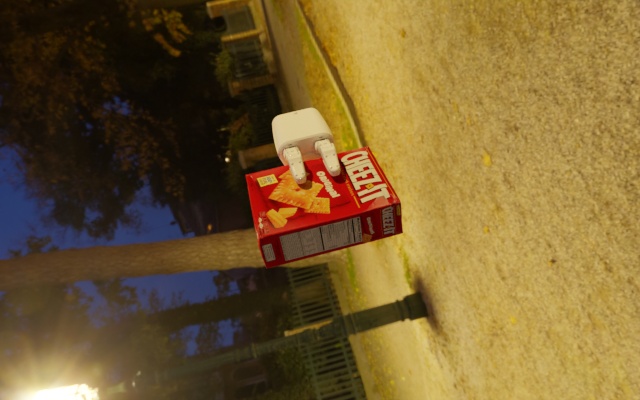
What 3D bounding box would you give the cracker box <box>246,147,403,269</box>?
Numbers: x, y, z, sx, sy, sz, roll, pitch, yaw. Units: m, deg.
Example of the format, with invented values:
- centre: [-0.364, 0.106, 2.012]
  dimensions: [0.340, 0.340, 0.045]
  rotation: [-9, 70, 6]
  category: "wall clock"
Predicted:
- centre: [0.000, 0.003, 0.747]
  dimensions: [0.213, 0.072, 0.164]
  rotation: [-14, 39, -5]
  category: "cracker box"
